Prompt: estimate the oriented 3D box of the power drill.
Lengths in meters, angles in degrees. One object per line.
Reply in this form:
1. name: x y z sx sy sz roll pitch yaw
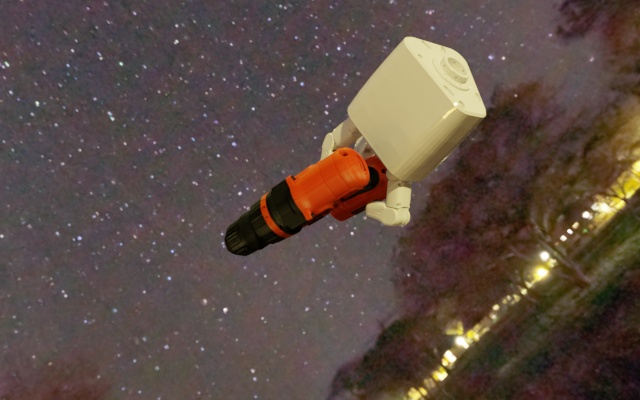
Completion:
1. power drill: 0.000 0.002 0.553 0.184 0.057 0.187 -30 -7 27
